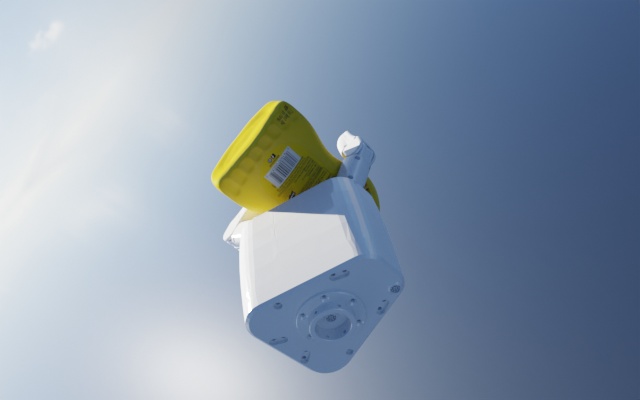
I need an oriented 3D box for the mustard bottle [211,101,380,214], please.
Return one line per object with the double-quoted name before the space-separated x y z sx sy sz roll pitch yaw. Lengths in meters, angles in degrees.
"mustard bottle" 0.000 0.001 0.451 0.192 0.096 0.058 39 -7 -26
